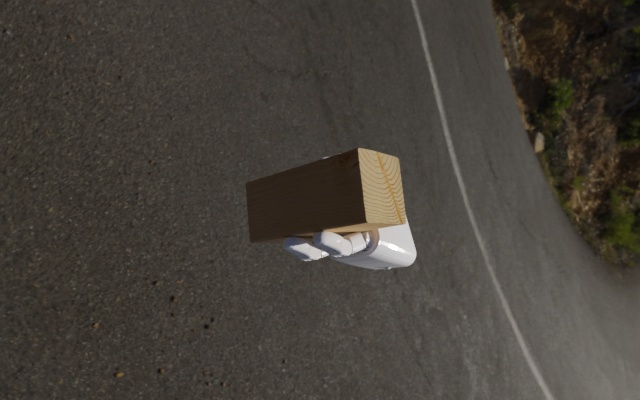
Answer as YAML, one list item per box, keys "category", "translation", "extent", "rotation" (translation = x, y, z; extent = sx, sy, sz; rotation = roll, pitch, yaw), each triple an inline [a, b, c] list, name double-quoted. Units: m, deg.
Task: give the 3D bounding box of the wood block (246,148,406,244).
- category: "wood block"
  translation: [0.000, 0.002, 0.647]
  extent: [0.206, 0.091, 0.090]
  rotation: [-14, -12, 40]
